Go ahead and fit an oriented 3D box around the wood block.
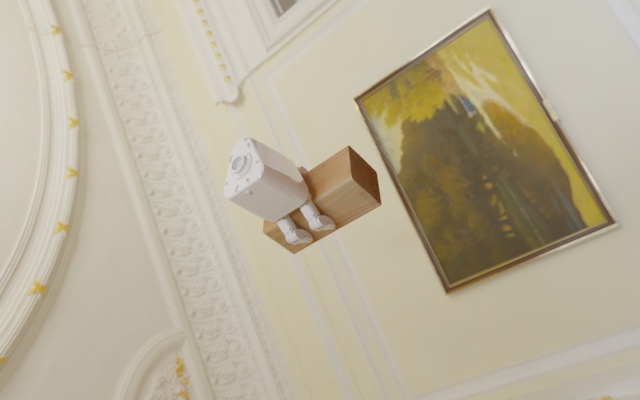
[{"bbox_3d":[0.000,0.003,0.879,0.206,0.090,0.090,-31,-51,27],"label":"wood block"}]
